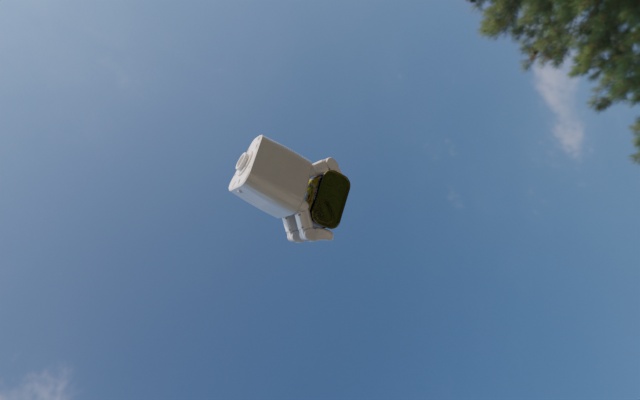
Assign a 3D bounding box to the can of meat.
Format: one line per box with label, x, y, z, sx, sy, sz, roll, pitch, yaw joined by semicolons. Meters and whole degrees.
can of meat;0.000;0.003;0.865;0.057;0.102;0.084;25;-19;-24
